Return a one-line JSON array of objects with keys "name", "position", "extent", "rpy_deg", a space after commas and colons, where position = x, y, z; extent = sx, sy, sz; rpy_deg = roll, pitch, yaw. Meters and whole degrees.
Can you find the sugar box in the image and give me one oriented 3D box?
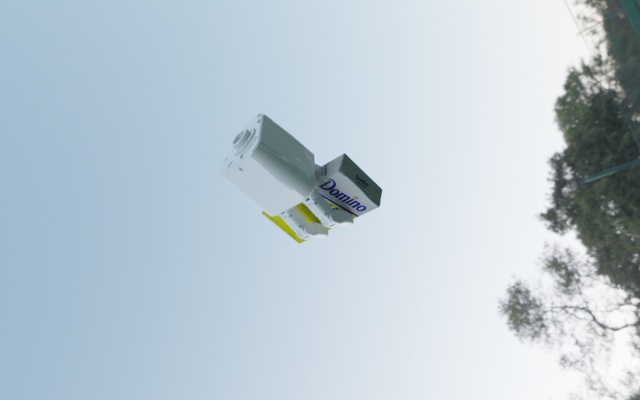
[{"name": "sugar box", "position": [0.000, 0.003, 0.752], "extent": [0.176, 0.048, 0.093], "rpy_deg": [-26, -56, 39]}]
